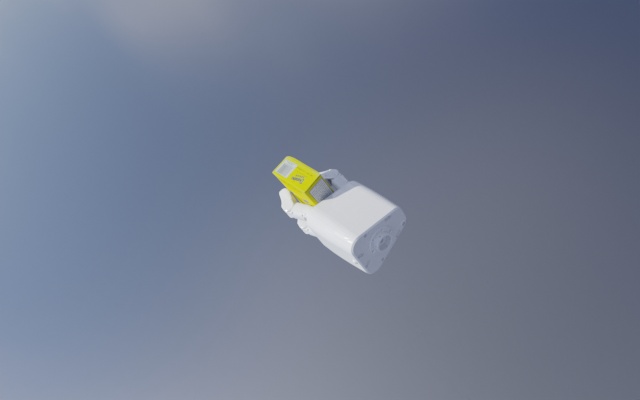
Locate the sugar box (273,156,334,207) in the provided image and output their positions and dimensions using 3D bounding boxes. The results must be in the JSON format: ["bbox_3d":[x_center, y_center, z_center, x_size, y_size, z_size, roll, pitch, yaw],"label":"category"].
[{"bbox_3d":[0.000,0.003,0.818,0.093,0.048,0.176,33,-14,44],"label":"sugar box"}]
